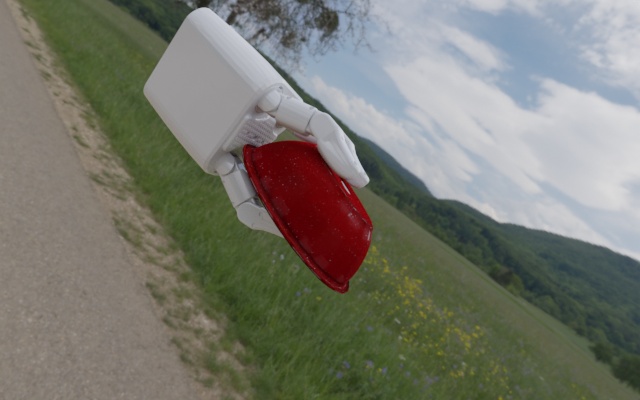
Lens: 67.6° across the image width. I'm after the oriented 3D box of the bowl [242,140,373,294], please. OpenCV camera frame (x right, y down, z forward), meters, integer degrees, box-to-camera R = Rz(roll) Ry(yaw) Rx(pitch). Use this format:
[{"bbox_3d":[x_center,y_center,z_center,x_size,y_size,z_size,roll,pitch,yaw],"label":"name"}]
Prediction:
[{"bbox_3d":[0.001,0.002,0.433,0.055,0.162,0.162,-34,-6,8],"label":"bowl"}]
